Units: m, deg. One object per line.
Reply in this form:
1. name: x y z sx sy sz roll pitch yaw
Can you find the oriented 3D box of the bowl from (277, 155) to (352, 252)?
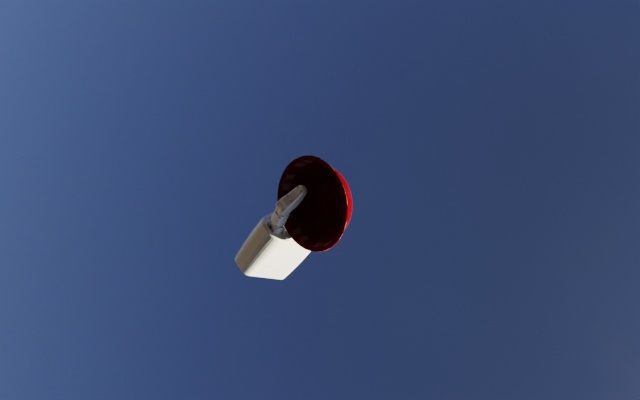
1. bowl: 0.001 0.002 0.808 0.162 0.162 0.055 0 8 44
